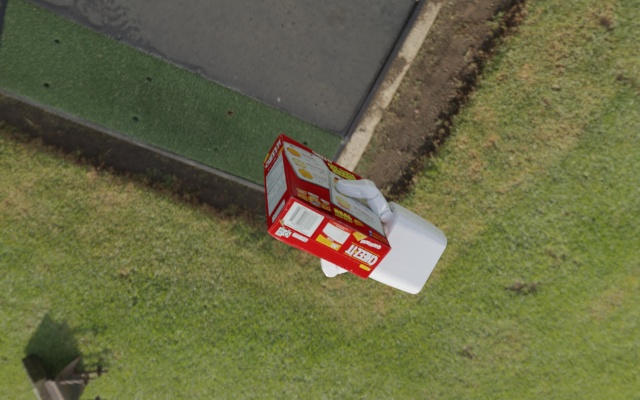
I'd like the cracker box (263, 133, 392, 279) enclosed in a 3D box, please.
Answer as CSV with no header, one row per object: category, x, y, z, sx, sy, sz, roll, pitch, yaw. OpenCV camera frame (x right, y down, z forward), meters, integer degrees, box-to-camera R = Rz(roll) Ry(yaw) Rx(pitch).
cracker box,0.000,0.002,0.713,0.164,0.072,0.213,27,22,-22
